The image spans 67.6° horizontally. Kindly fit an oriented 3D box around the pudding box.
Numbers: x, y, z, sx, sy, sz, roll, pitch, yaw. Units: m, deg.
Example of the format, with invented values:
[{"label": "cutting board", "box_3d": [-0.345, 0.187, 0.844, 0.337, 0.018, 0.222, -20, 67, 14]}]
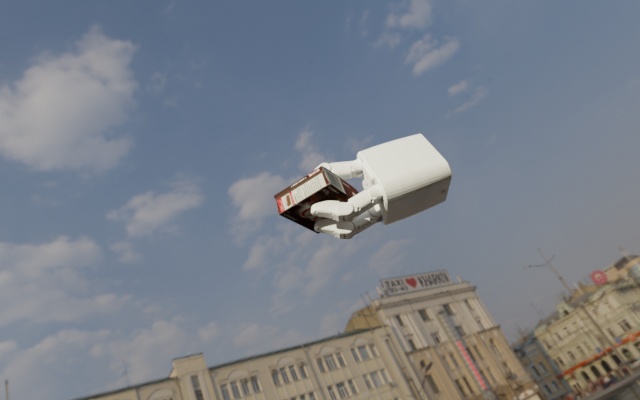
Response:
[{"label": "pudding box", "box_3d": [0.000, 0.002, 0.707, 0.090, 0.039, 0.113, -32, -34, 19]}]
